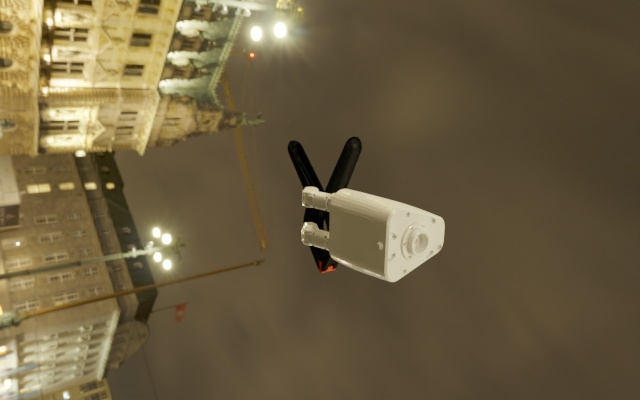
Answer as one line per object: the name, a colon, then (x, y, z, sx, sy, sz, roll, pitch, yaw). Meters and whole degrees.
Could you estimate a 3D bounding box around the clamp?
clamp: (0.001, 0.003, 0.727, 0.036, 0.210, 0.164, -7, 15, -35)
